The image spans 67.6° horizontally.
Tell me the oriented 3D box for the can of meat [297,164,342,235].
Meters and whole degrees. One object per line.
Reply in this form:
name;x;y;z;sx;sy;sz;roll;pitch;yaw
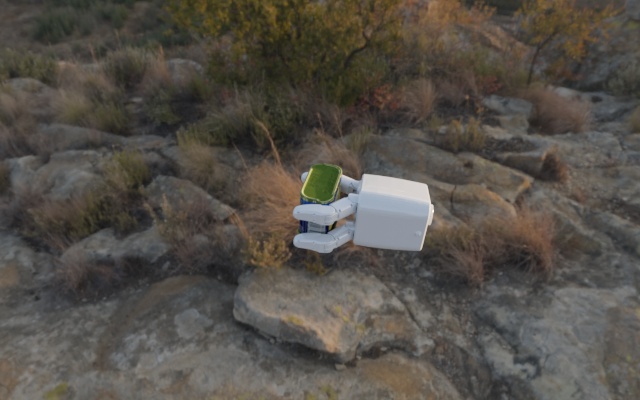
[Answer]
can of meat;0.000;0.002;0.749;0.057;0.084;0.102;10;40;8
